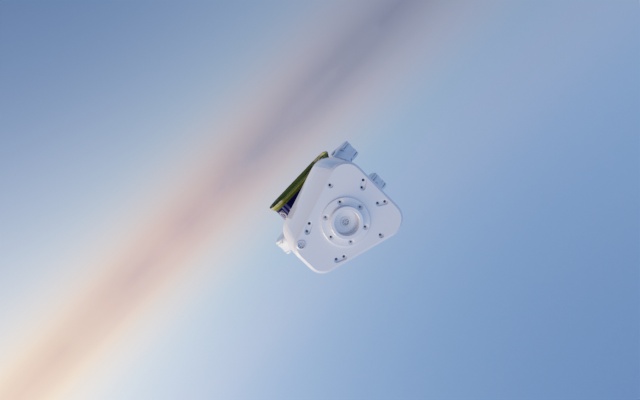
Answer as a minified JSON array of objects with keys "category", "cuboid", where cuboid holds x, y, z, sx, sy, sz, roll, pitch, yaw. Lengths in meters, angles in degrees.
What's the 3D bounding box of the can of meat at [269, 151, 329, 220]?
[{"category":"can of meat","cuboid":[0.000,0.002,0.614,0.084,0.102,0.057,44,-5,-9]}]
